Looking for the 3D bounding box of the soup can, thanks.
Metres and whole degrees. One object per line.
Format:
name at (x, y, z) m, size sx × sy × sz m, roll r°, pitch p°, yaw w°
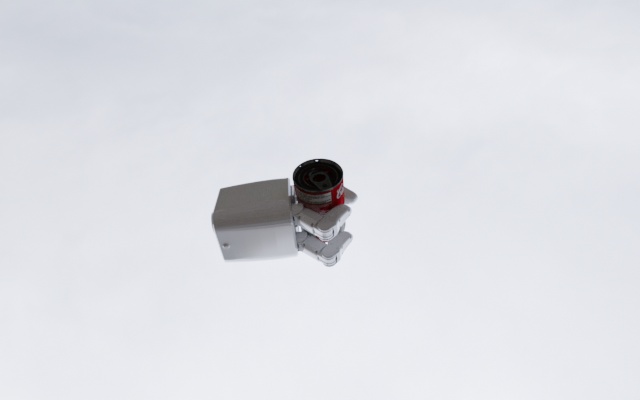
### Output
soup can at (0.001, 0.002, 0.663) m, size 0.068 × 0.102 × 0.068 m, roll -3°, pitch 43°, yaw 3°
